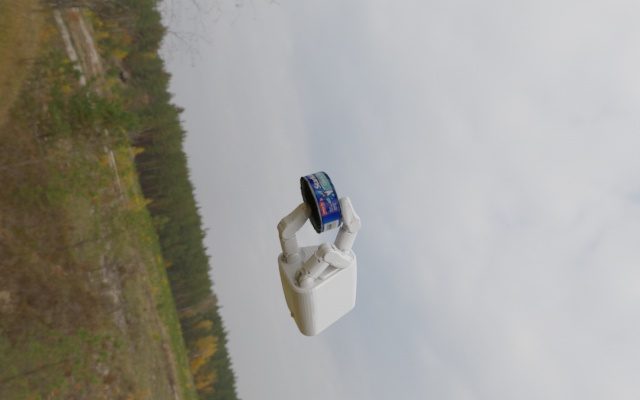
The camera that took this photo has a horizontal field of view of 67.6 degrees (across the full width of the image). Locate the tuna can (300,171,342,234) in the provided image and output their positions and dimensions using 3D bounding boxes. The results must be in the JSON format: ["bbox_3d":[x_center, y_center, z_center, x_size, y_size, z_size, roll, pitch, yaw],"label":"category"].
[{"bbox_3d":[0.001,0.002,0.684,0.034,0.086,0.086,-17,4,-13],"label":"tuna can"}]
